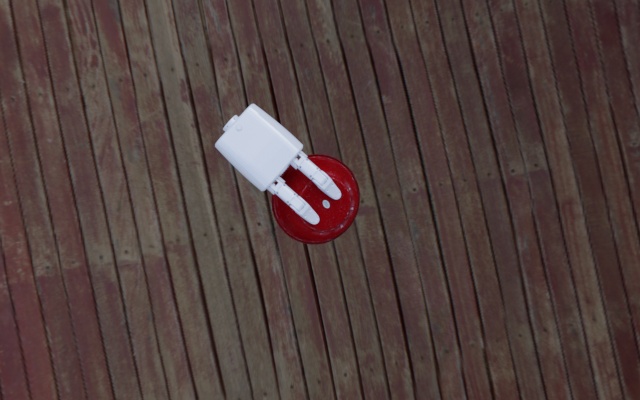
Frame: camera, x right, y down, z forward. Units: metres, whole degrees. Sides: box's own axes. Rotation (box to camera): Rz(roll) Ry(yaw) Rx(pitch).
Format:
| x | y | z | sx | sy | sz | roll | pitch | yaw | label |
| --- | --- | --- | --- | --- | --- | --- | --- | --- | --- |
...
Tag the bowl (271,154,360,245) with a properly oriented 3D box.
| x | y | z | sx | sy | sz | roll | pitch | yaw | label |
| --- | --- | --- | --- | --- | --- | --- | --- | --- | --- |
| 0.001 | 0.003 | 0.817 | 0.162 | 0.162 | 0.055 | 0 | 9 | -16 | bowl |
